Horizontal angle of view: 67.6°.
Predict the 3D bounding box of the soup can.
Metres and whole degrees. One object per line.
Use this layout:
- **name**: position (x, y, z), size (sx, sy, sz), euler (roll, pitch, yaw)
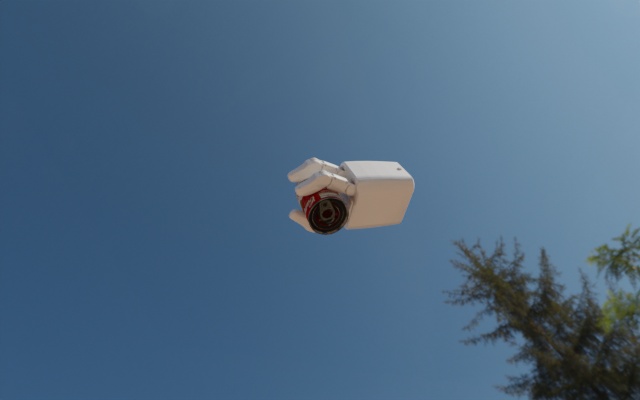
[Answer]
- **soup can**: position (0.000, 0.003, 0.803), size (0.068, 0.068, 0.102), euler (0, 28, -17)
